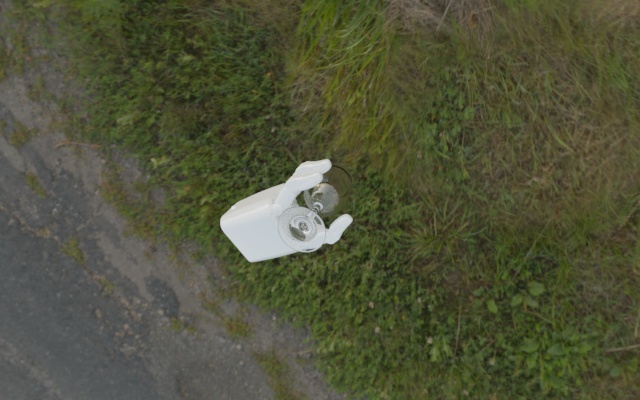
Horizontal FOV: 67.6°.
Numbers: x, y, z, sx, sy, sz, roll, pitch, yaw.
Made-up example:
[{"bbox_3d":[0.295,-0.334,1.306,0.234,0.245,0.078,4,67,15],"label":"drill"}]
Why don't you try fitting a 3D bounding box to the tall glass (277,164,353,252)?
[{"bbox_3d":[0.000,0.003,0.777,0.079,0.079,0.201,0,24,19],"label":"tall glass"}]
